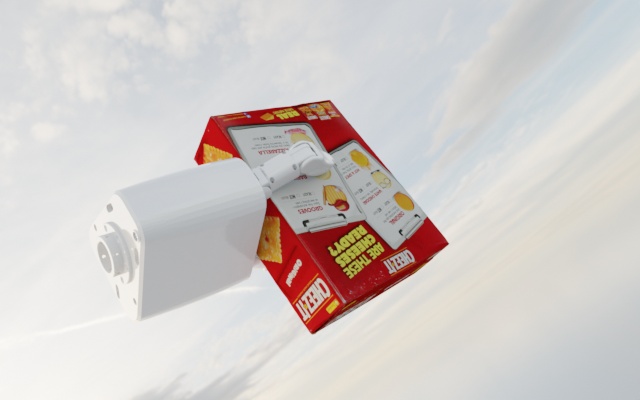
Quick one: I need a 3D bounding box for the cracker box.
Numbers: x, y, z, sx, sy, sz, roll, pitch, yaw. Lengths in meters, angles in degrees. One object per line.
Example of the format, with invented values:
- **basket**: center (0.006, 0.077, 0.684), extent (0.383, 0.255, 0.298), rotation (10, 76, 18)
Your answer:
- **cracker box**: center (0.000, 0.001, 0.479), extent (0.164, 0.213, 0.072), rotation (-19, -26, -43)
